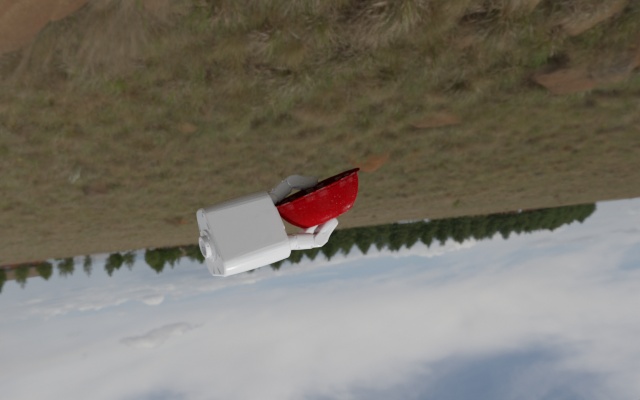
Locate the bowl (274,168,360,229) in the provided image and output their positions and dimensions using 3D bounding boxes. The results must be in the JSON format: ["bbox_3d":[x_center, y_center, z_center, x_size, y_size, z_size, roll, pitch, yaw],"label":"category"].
[{"bbox_3d":[0.001,0.002,0.779,0.162,0.055,0.162,-24,6,3],"label":"bowl"}]
